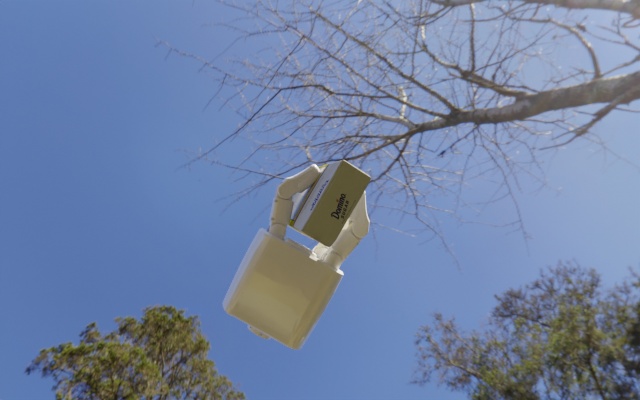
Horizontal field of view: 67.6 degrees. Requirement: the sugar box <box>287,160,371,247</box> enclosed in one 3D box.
[{"bbox_3d":[0.000,0.002,0.601,0.048,0.093,0.176,31,-5,-13],"label":"sugar box"}]
